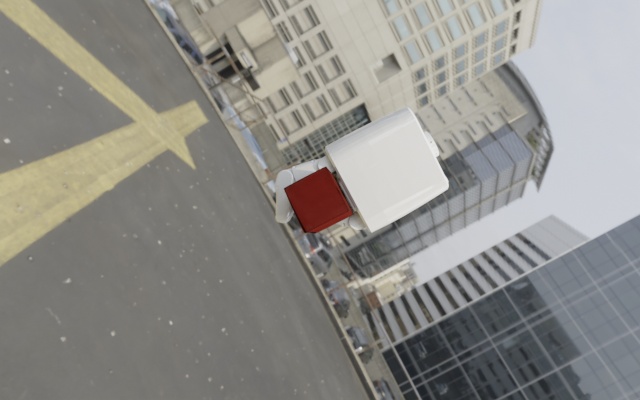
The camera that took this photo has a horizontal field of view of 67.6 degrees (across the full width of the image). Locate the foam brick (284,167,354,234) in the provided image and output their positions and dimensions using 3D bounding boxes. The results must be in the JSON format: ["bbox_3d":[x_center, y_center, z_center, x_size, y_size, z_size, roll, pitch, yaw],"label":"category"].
[{"bbox_3d":[0.000,0.002,0.515,0.051,0.053,0.078,-27,-7,5],"label":"foam brick"}]
